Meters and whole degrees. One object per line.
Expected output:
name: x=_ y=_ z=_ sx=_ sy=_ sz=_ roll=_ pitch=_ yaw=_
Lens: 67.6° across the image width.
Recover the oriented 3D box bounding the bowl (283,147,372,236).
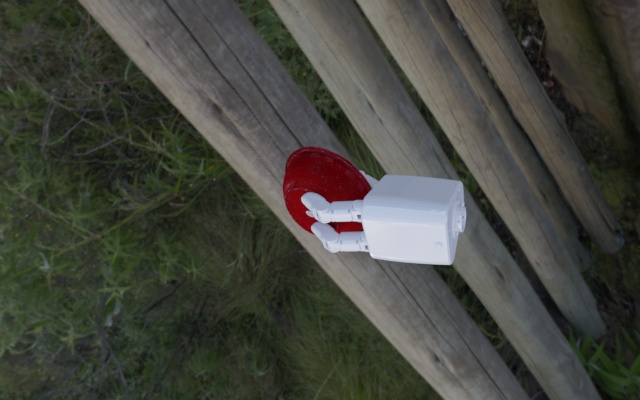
bowl: x=-0.001 y=0.003 z=0.704 sx=0.162 sy=0.162 sz=0.055 roll=0 pitch=38 yaw=43
